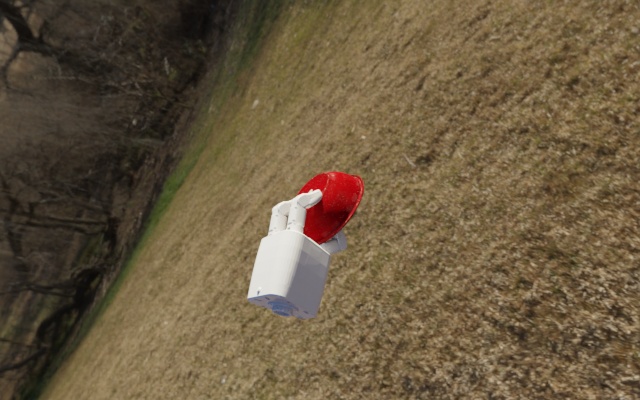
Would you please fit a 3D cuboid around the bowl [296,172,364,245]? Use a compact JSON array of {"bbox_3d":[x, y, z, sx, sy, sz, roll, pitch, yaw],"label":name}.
[{"bbox_3d":[0.000,0.002,0.852,0.055,0.162,0.162,41,-19,-23],"label":"bowl"}]
